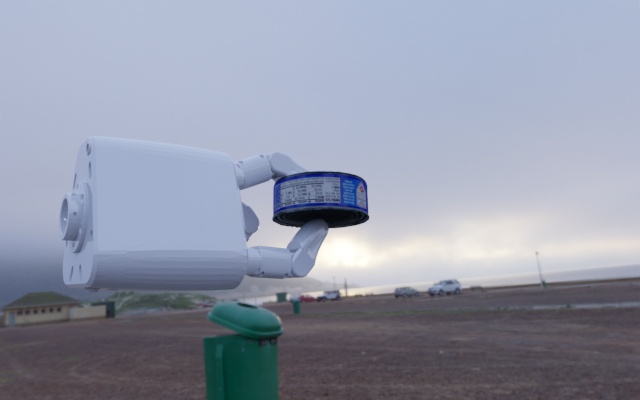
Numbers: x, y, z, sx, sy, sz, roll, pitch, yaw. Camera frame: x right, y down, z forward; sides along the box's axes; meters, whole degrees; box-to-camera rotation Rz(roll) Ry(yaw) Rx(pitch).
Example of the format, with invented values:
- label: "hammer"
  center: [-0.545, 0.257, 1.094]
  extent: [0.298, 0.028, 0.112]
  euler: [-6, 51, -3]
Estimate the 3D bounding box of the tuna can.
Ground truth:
- label: "tuna can"
  center: [0.000, 0.001, 0.426]
  extent: [0.086, 0.033, 0.086]
  euler: [-1, -14, 0]
